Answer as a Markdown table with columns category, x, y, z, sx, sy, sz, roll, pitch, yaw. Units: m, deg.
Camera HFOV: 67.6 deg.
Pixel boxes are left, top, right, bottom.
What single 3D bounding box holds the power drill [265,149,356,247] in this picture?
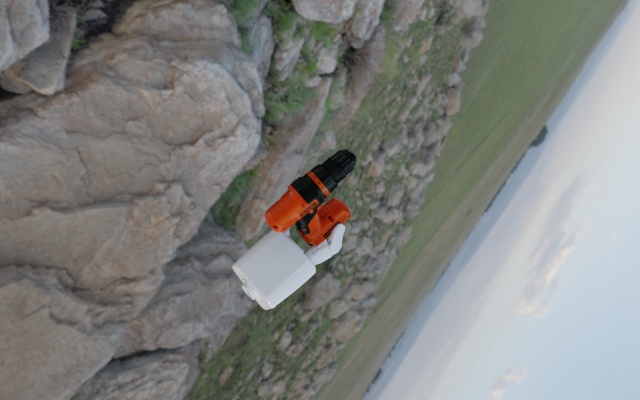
| category | x | y | z | sx | sy | sz | roll | pitch | yaw |
| --- | --- | --- | --- | --- | --- | --- | --- | --- | --- |
| power drill | 0.000 | 0.003 | 0.854 | 0.184 | 0.057 | 0.188 | -39 | -25 | -2 |
